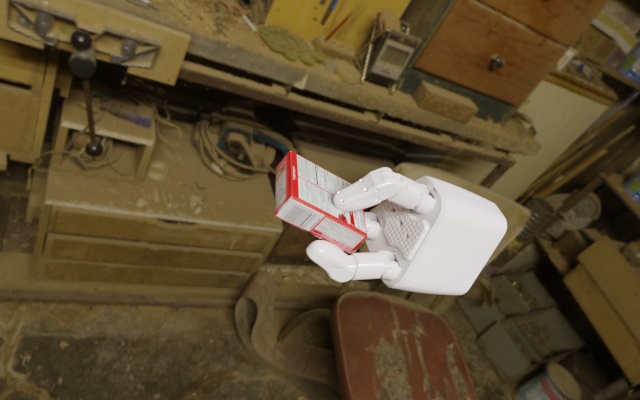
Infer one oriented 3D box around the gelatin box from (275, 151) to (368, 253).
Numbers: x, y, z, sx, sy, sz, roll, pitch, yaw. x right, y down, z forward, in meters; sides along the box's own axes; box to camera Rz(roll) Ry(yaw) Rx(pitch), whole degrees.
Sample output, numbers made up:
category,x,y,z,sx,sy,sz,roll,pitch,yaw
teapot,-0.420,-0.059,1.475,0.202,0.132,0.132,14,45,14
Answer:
category,x,y,z,sx,sy,sz,roll,pitch,yaw
gelatin box,0.000,0.001,0.453,0.089,0.030,0.073,28,32,-24
